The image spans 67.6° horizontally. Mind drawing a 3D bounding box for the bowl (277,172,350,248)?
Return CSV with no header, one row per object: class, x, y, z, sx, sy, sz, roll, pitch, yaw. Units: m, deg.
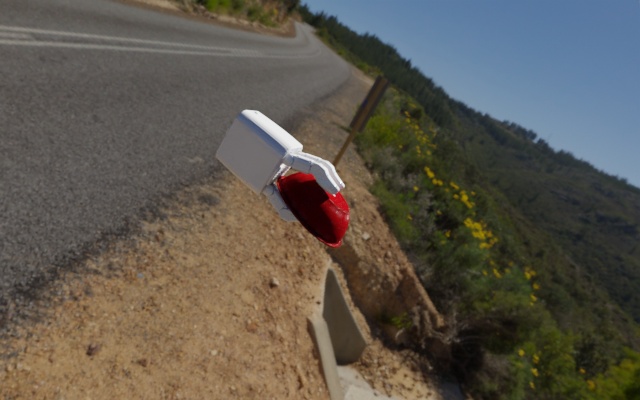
bowl,0.001,0.003,0.826,0.055,0.162,0.162,-41,-13,15
